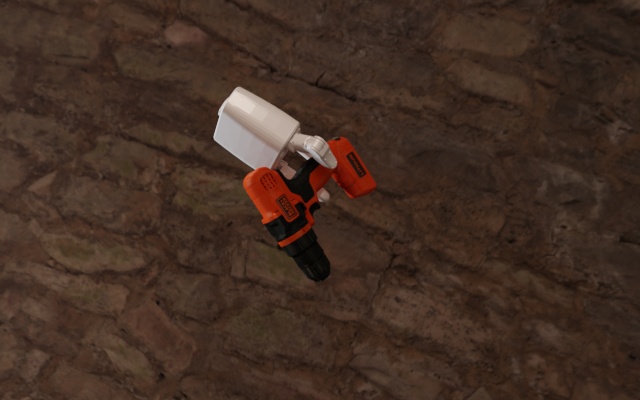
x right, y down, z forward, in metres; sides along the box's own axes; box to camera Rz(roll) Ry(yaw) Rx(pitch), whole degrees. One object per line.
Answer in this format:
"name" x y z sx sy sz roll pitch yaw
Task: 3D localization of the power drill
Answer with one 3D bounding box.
"power drill" 0.000 0.002 0.711 0.187 0.184 0.057 -38 9 -36
